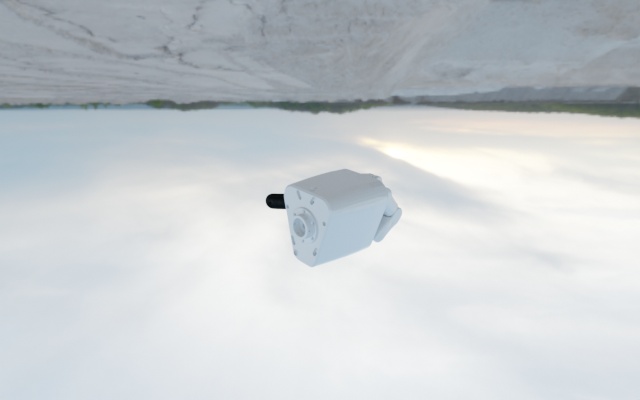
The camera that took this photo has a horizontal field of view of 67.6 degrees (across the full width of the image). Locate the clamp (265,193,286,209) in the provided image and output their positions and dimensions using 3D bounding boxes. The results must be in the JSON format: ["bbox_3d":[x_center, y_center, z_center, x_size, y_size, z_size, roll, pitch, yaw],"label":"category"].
[{"bbox_3d":[0.000,0.003,0.752,0.120,0.039,0.171,-21,22,-40],"label":"clamp"}]
